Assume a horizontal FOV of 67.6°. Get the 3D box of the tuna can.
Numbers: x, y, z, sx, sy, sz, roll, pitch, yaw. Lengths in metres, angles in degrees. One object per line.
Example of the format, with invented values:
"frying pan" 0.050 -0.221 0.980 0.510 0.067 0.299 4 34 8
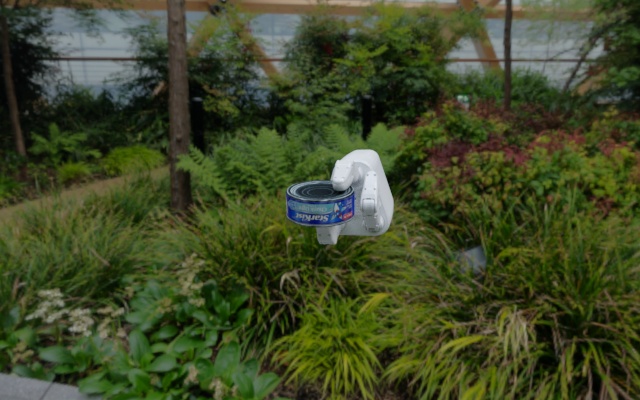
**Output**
"tuna can" 0.000 0.001 0.589 0.086 0.034 0.086 -1 19 0
